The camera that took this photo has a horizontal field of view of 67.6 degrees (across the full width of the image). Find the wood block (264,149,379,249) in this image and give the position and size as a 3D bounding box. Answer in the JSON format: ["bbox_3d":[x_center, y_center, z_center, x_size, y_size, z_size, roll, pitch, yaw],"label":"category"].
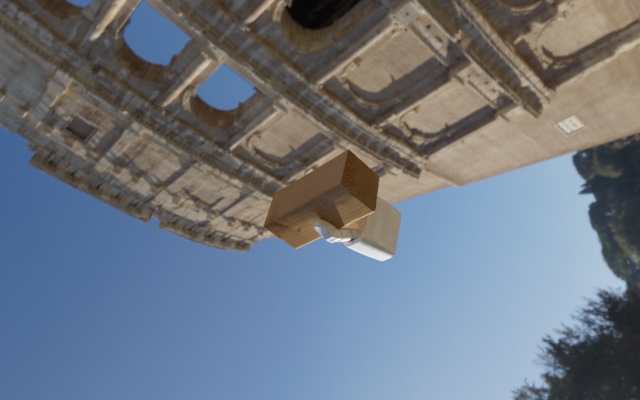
[{"bbox_3d":[0.000,0.003,0.896,0.090,0.090,0.206,38,-47,-27],"label":"wood block"}]
